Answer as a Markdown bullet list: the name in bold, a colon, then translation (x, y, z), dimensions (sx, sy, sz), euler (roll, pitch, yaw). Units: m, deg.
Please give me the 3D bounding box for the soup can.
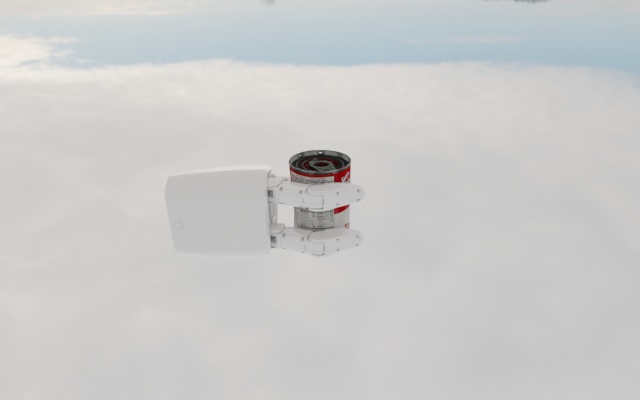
- **soup can**: translation (0.001, 0.002, 0.540), dimensions (0.068, 0.102, 0.068), euler (-1, 25, 0)
